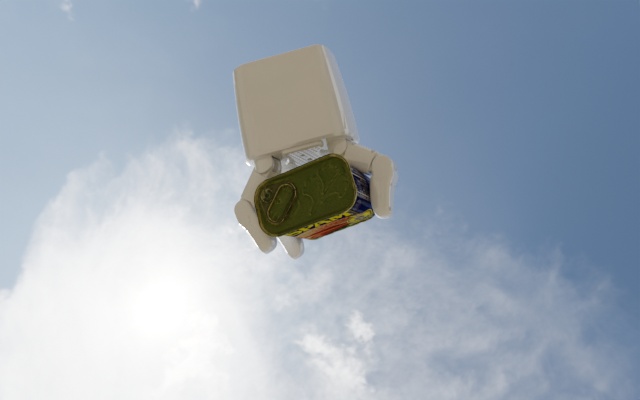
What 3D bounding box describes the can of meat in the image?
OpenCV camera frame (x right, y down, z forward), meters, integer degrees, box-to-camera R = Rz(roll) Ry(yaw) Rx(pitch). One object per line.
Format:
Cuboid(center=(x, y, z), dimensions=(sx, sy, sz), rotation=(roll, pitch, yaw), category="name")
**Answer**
Cuboid(center=(0.000, 0.002, 0.474), dimensions=(0.102, 0.057, 0.084), rotation=(-21, -16, 20), category="can of meat")
